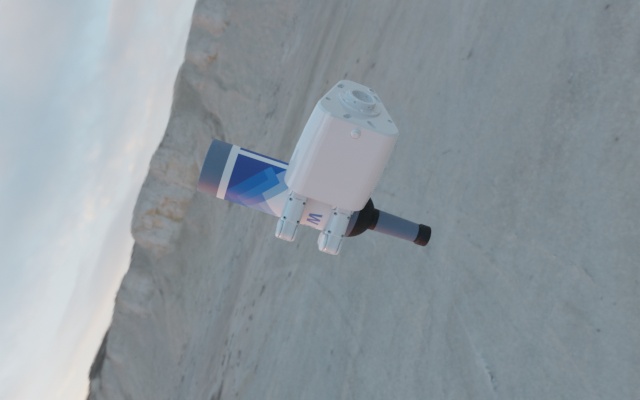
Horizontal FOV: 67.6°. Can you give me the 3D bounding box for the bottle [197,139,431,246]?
[{"bbox_3d":[0.000,0.002,0.597,0.296,0.069,0.069,18,-3,-9],"label":"bottle"}]
